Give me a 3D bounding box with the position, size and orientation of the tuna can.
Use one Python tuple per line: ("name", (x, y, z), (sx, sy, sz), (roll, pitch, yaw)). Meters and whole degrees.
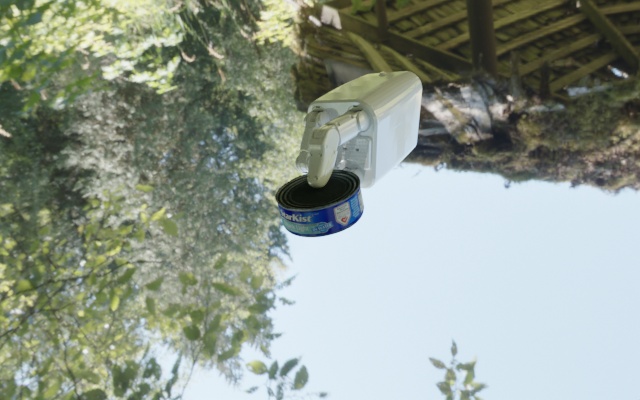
("tuna can", (0.000, 0.002, 0.479), (0.086, 0.034, 0.086), (-10, 26, 5))
